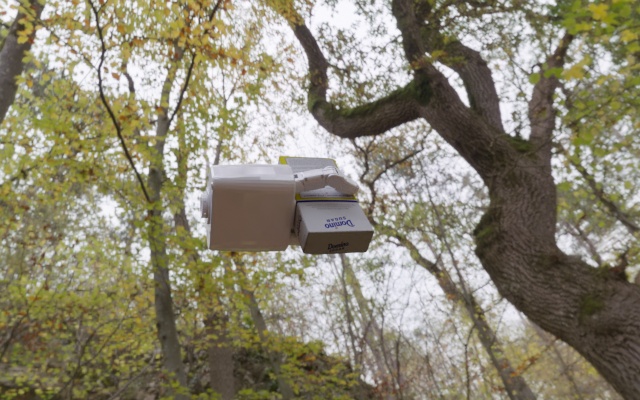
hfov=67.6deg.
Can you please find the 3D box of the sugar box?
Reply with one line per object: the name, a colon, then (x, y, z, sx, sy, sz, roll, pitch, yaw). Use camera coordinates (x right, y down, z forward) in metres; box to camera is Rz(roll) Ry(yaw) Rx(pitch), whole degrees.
sugar box: (0.000, 0.003, 0.674, 0.093, 0.048, 0.176, 1, 39, -20)
